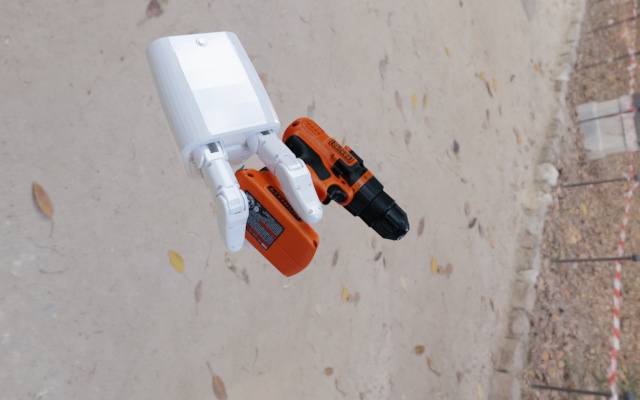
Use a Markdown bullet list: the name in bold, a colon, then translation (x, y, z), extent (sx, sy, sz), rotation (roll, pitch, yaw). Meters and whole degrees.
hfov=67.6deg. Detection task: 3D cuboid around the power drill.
- **power drill**: translation (0.000, 0.002, 0.499), extent (0.057, 0.184, 0.187), rotation (-51, -7, 33)
